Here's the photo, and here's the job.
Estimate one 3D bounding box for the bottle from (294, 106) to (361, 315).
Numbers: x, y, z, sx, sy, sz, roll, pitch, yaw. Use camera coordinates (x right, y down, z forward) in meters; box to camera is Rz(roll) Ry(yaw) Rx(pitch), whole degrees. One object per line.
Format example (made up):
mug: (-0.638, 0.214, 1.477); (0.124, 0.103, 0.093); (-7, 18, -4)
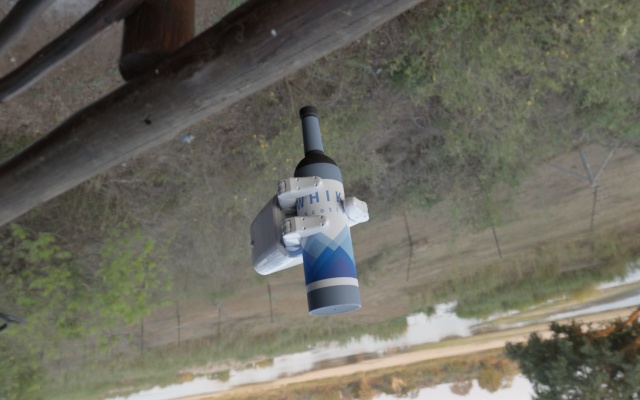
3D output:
bottle: (0.000, 0.002, 0.652); (0.069, 0.295, 0.069); (-7, -22, -3)
